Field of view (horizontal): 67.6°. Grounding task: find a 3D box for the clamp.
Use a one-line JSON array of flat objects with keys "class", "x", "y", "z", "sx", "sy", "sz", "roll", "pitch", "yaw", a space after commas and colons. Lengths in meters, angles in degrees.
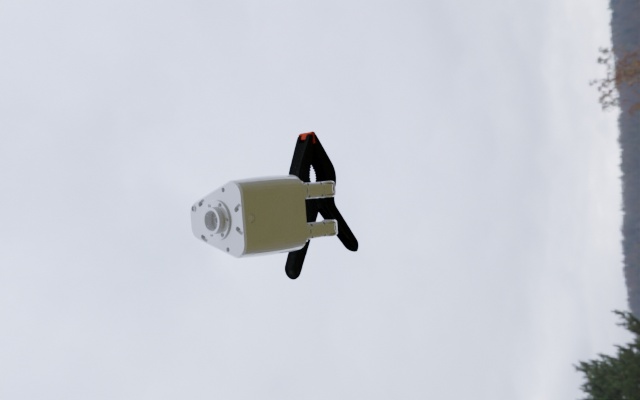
[{"class": "clamp", "x": -0.001, "y": 0.002, "z": 0.726, "sx": 0.036, "sy": 0.210, "sz": 0.164, "roll": -3, "pitch": 1, "yaw": 38}]
